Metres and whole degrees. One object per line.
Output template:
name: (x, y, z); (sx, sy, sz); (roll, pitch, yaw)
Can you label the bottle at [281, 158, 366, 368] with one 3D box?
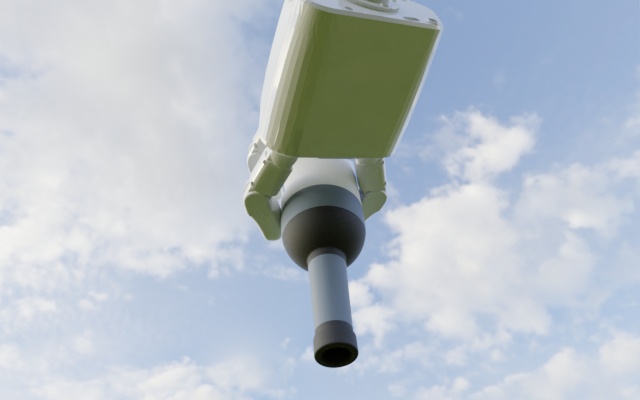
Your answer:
bottle: (0.000, 0.001, 0.402); (0.069, 0.069, 0.295); (0, 39, -5)
